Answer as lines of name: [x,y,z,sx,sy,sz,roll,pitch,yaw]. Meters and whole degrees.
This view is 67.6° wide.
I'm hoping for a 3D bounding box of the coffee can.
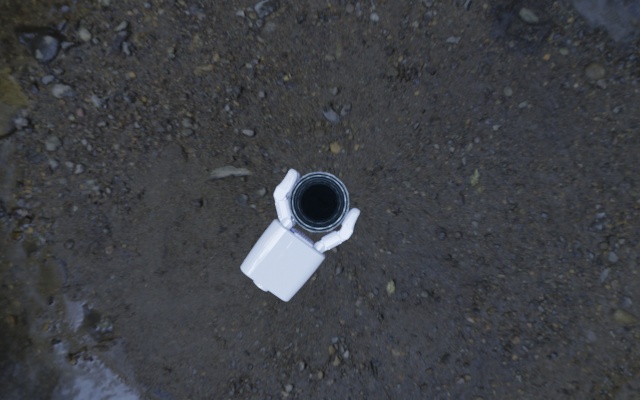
coffee can: [0.000,0.003,0.866,0.103,0.103,0.140,0,0,2]
